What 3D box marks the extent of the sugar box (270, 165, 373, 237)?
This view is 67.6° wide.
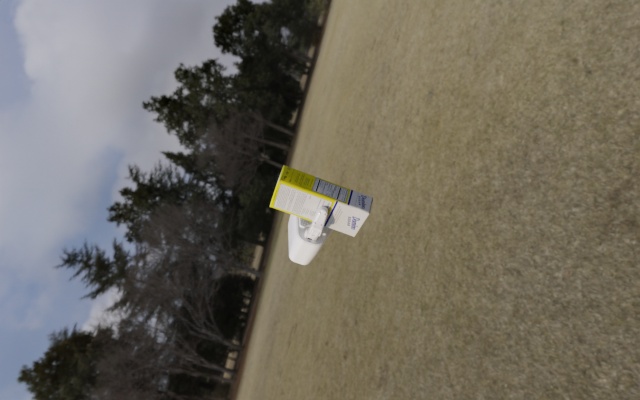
[{"bbox_3d":[0.000,0.003,0.896,0.176,0.048,0.093,18,-35,-6],"label":"sugar box"}]
